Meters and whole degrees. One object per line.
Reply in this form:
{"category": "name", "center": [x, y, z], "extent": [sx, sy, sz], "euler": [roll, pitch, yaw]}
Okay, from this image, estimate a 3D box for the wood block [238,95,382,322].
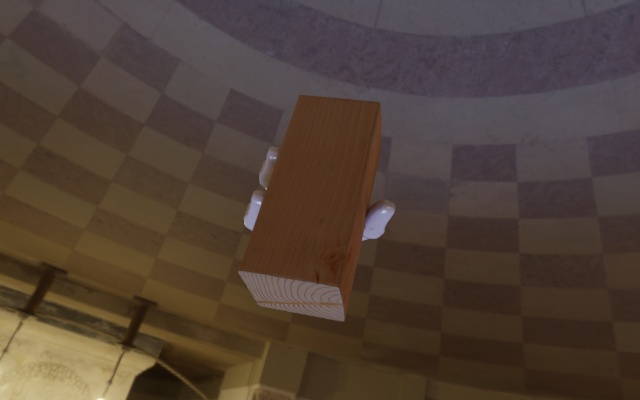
{"category": "wood block", "center": [0.000, 0.002, 0.481], "extent": [0.091, 0.206, 0.090], "euler": [8, -31, 12]}
